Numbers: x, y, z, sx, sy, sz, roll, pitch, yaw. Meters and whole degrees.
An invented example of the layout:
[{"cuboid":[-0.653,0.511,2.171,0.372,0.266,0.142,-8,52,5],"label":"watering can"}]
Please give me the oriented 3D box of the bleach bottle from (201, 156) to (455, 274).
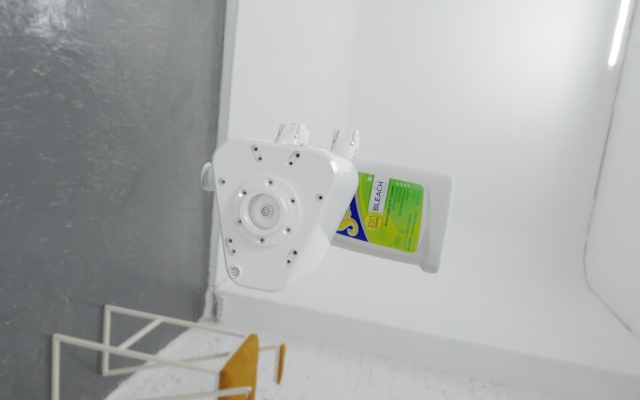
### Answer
[{"cuboid":[0.000,0.001,0.485,0.251,0.102,0.068,9,3,10],"label":"bleach bottle"}]
